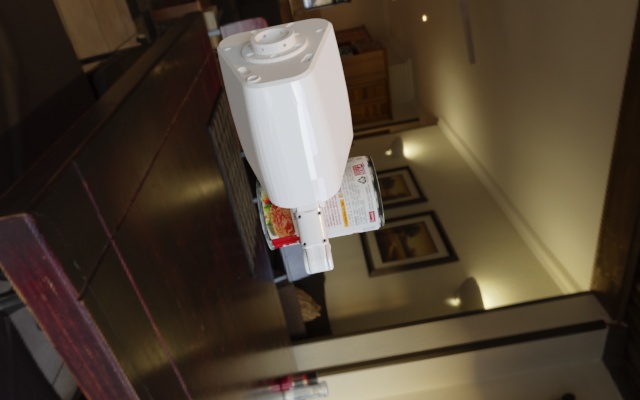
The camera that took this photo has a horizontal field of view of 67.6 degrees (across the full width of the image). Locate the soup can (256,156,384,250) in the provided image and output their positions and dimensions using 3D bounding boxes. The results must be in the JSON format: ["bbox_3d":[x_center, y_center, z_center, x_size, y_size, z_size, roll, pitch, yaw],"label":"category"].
[{"bbox_3d":[0.000,0.002,0.428,0.102,0.068,0.068,-11,0,2],"label":"soup can"}]
